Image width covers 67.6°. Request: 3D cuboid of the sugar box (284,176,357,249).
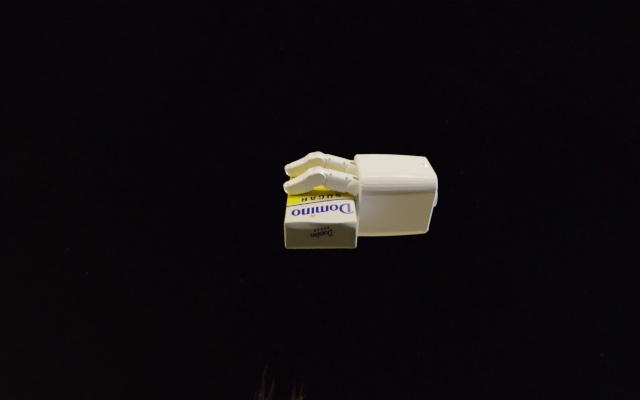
[{"bbox_3d":[0.000,0.002,0.672,0.093,0.048,0.176,-1,26,-1],"label":"sugar box"}]
